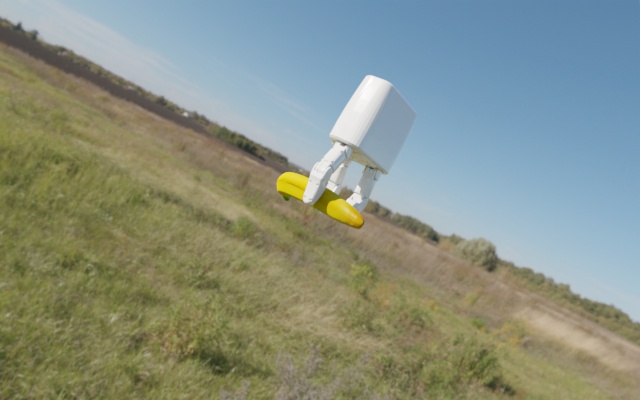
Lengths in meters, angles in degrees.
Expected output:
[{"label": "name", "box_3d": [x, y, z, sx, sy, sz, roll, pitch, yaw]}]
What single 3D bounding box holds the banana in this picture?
[{"label": "banana", "box_3d": [-0.013, -0.008, 0.714, 0.070, 0.037, 0.197, 39, -11, -38]}]
